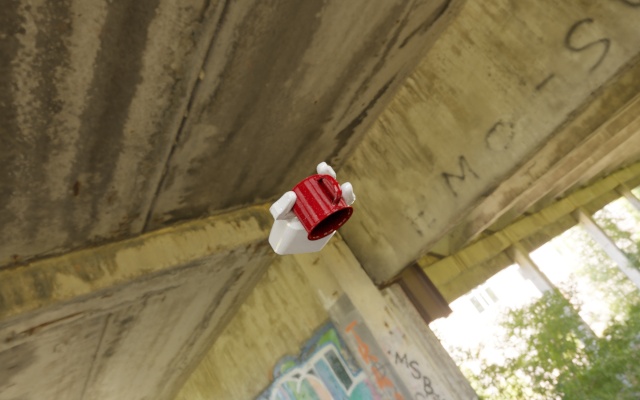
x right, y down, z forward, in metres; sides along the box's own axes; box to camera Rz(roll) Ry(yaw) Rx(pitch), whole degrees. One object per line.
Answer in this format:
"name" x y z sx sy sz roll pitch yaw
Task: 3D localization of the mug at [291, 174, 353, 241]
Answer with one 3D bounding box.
"mug" 0.000 0.002 0.812 0.093 0.081 0.117 -20 -26 -34
